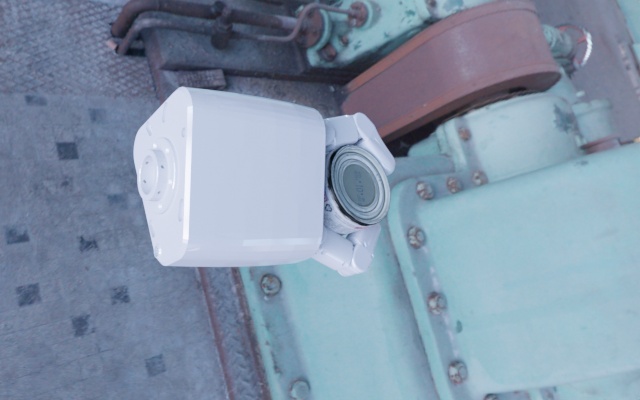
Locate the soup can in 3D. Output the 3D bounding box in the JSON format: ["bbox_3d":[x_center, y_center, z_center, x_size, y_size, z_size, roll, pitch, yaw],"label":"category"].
[{"bbox_3d":[0.001,0.001,0.405,0.068,0.068,0.102,0,-17,-42],"label":"soup can"}]
